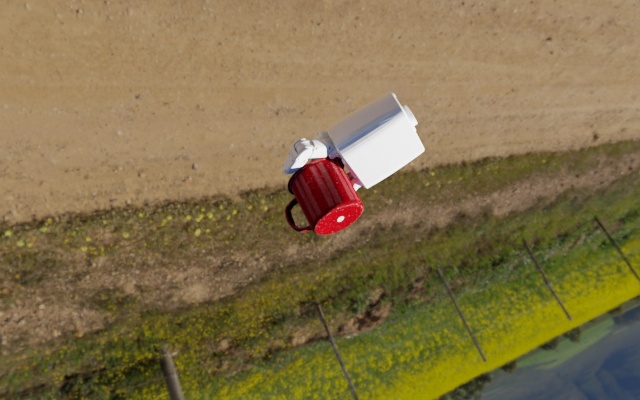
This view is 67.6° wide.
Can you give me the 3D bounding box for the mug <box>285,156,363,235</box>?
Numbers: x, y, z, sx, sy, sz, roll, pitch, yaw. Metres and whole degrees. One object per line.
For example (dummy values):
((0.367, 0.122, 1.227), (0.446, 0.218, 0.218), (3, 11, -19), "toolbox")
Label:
((-0.001, 0.003, 0.694), (0.117, 0.081, 0.093), (-33, -26, 12), "mug")
